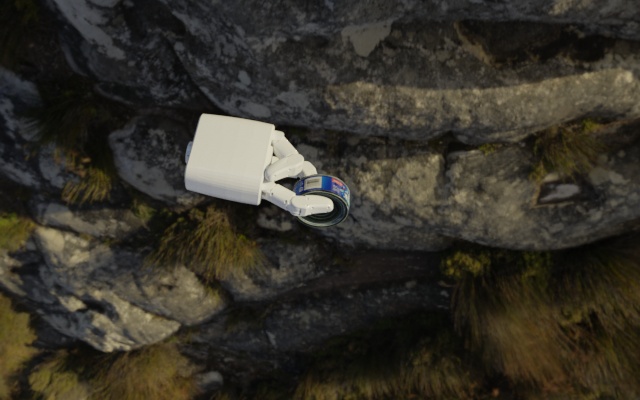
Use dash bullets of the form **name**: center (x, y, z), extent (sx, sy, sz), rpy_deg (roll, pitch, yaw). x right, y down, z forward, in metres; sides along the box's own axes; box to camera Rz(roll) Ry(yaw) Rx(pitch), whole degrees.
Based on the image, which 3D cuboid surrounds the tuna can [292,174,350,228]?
- **tuna can**: center (0.000, 0.003, 0.701), extent (0.086, 0.033, 0.086), rpy_deg (2, -41, 2)
